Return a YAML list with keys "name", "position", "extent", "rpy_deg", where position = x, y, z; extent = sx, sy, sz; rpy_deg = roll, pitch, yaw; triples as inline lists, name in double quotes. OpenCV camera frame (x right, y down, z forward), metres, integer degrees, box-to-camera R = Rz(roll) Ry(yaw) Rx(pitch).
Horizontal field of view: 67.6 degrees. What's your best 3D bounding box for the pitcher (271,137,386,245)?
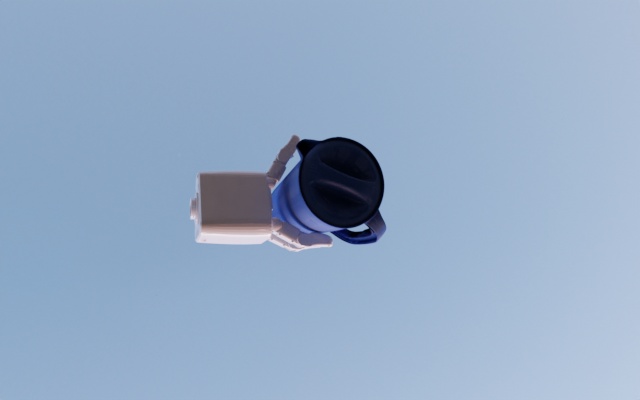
- name: "pitcher"
  position: [0.000, 0.002, 0.781]
  extent: [0.145, 0.149, 0.243]
  rpy_deg: [1, -11, -20]
